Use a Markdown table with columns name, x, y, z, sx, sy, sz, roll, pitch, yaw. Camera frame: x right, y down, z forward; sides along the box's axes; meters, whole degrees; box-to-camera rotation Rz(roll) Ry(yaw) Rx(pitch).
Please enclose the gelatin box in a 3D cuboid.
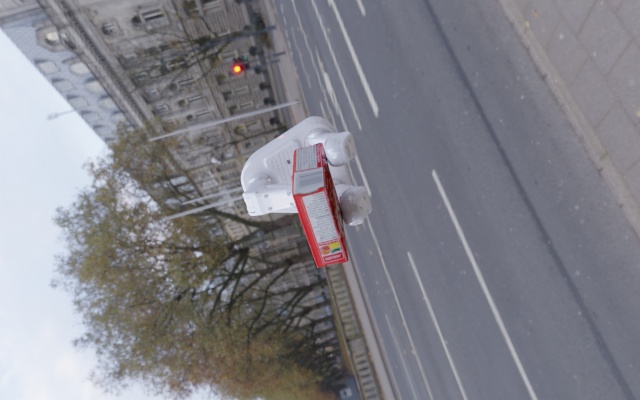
| name | x | y | z | sx | sy | sz | roll | pitch | yaw |
| --- | --- | --- | --- | --- | --- | --- | --- | --- | --- |
| gelatin box | 0.000 | 0.002 | 0.410 | 0.030 | 0.073 | 0.089 | -14 | 29 | 6 |
